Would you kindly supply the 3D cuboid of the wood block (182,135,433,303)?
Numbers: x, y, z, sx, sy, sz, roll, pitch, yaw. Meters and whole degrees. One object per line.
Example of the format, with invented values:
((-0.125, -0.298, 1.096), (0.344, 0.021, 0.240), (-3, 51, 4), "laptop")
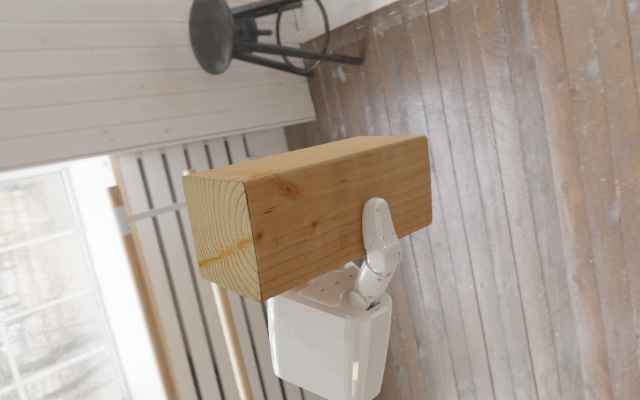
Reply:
((0.000, 0.002, 0.419), (0.206, 0.090, 0.091), (-18, 18, -40), "wood block")
